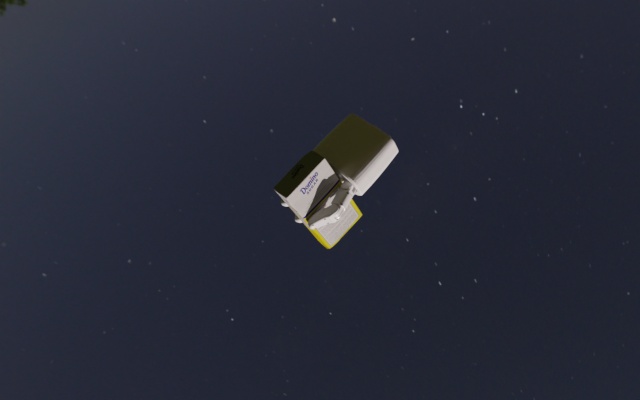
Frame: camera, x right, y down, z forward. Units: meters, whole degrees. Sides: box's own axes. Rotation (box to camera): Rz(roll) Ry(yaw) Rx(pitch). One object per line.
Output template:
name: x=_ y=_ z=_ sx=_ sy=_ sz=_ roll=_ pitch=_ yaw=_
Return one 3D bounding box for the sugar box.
sugar box: x=0.000 y=0.002 z=0.827 sx=0.048 sy=0.093 sz=0.176 roll=35 pitch=-13 yaw=43
